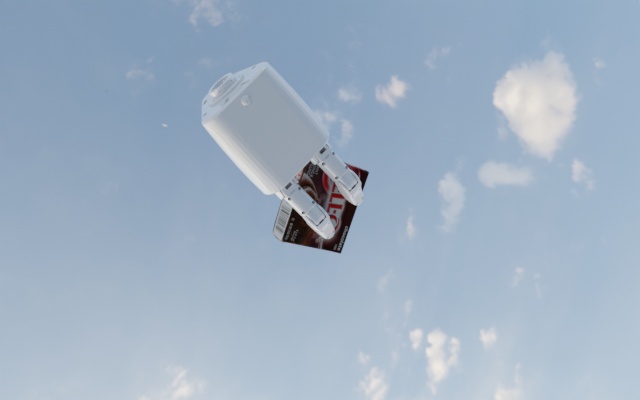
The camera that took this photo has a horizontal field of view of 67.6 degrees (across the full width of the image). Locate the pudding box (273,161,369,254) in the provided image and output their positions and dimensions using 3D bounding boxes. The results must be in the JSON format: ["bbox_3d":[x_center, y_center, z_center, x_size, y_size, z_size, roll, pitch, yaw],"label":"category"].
[{"bbox_3d":[0.000,0.002,0.587,0.090,0.113,0.039,15,9,-32],"label":"pudding box"}]
